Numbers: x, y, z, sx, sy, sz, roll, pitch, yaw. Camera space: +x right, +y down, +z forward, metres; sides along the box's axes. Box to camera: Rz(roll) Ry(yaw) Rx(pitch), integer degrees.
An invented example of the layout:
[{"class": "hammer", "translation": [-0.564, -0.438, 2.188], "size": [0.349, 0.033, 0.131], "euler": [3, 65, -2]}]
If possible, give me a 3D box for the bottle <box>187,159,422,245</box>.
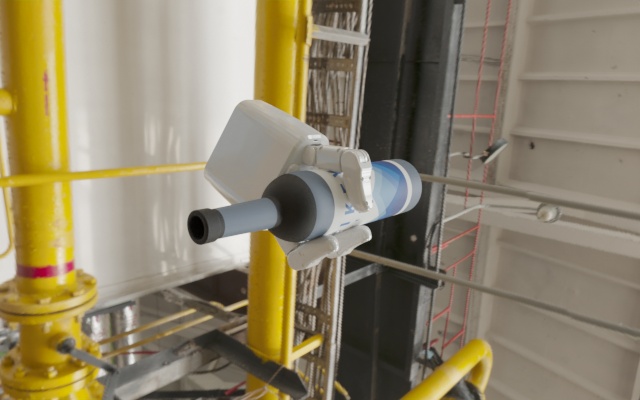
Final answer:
[{"class": "bottle", "translation": [0.000, 0.002, 0.478], "size": [0.069, 0.069, 0.295], "euler": [0, 8, 41]}]
